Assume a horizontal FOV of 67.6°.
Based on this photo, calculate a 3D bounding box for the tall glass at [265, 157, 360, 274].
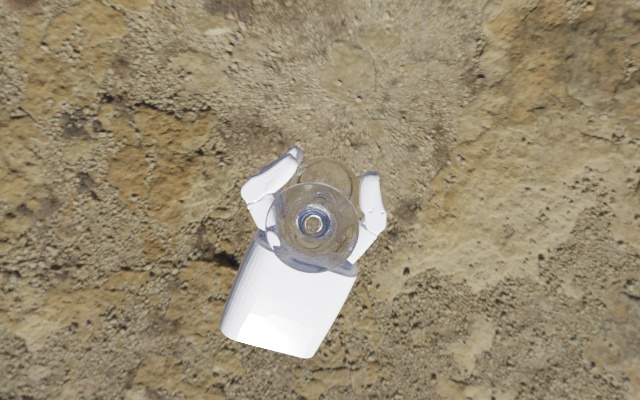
[{"bbox_3d":[0.000,0.002,0.468,0.079,0.079,0.201,0,12,4],"label":"tall glass"}]
